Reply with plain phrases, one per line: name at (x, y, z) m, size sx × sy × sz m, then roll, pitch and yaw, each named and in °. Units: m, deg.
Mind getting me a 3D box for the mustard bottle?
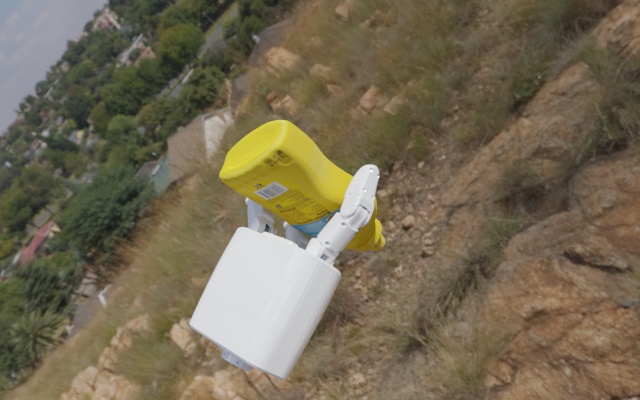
mustard bottle at (0.000, 0.001, 0.483) m, size 0.096 × 0.058 × 0.192 m, roll -23°, pitch -47°, yaw 40°
